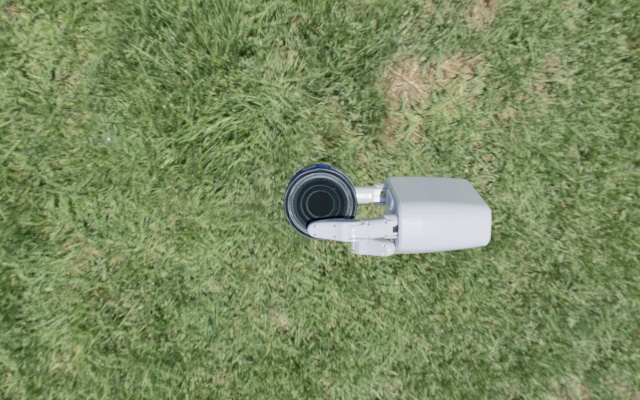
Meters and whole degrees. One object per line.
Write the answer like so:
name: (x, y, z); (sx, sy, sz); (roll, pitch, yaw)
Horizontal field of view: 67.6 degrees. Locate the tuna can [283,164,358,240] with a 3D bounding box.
tuna can: (0.000, 0.002, 0.552); (0.086, 0.086, 0.033); (0, 11, 1)
